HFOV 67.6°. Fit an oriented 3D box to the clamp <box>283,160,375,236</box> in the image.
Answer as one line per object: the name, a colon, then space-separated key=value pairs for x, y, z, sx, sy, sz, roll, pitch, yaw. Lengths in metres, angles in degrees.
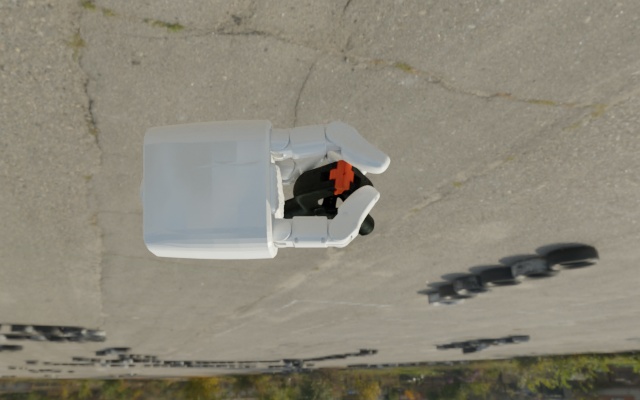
clamp: x=0.000 y=0.002 z=0.488 sx=0.120 sy=0.039 sz=0.171 roll=-1 pitch=-21 yaw=2
